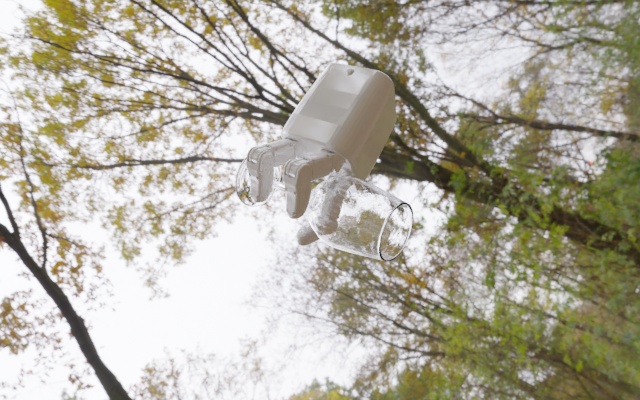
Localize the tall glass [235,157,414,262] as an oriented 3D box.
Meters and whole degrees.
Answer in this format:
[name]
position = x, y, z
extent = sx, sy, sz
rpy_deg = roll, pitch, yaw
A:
[tall glass]
position = 0.000, 0.002, 0.525
extent = 0.201, 0.079, 0.079
rpy_deg = 22, 13, 36
